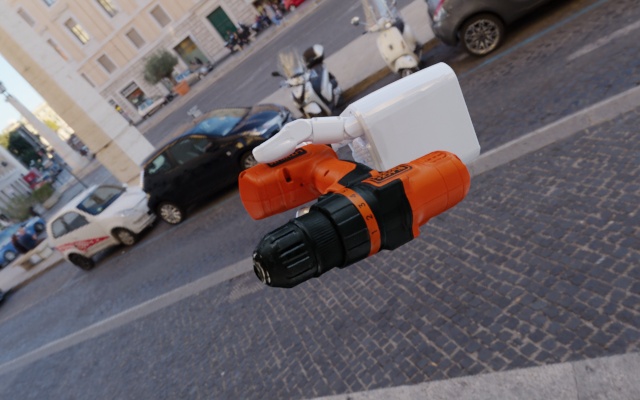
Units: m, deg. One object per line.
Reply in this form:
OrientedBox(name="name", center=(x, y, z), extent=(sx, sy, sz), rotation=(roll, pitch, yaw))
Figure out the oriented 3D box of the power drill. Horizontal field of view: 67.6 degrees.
OrientedBox(name="power drill", center=(0.000, 0.001, 0.404), extent=(0.184, 0.057, 0.187), rotation=(-23, 22, -26))
